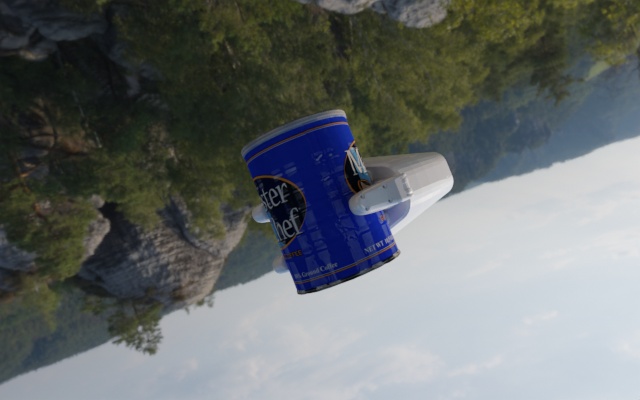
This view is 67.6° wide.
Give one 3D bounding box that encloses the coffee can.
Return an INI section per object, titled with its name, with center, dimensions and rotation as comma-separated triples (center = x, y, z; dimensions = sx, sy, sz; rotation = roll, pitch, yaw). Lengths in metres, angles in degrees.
[coffee can]
center = 0.000, 0.001, 0.440
dimensions = 0.103, 0.140, 0.103
rotation = -22, -2, -1
